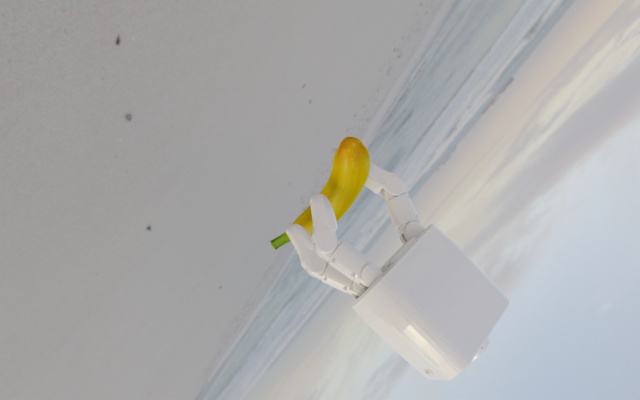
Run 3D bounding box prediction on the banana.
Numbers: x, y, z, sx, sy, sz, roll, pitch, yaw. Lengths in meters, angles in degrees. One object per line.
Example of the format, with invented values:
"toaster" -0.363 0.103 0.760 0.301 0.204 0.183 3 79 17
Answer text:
"banana" 0.011 -0.004 0.498 0.069 0.037 0.198 -30 -16 -40
